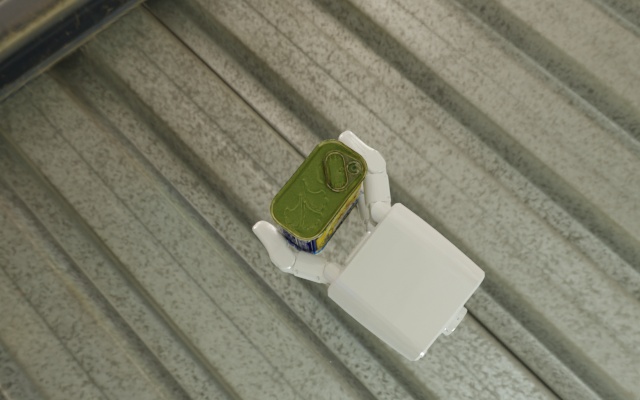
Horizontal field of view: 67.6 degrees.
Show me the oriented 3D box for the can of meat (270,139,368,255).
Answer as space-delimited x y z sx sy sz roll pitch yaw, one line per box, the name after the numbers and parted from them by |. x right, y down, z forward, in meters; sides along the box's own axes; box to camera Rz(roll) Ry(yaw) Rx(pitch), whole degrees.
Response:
0.000 0.002 0.484 0.057 0.102 0.084 35 -15 12 | can of meat
